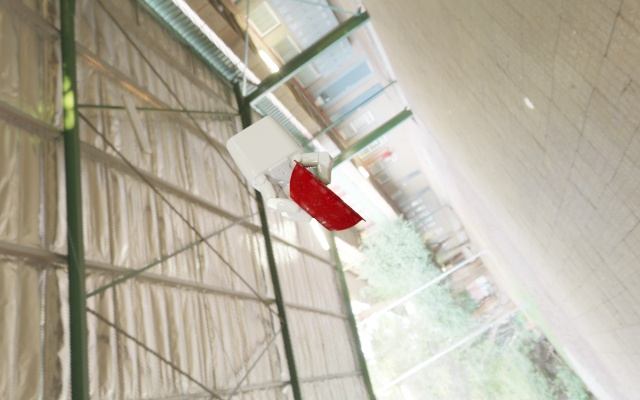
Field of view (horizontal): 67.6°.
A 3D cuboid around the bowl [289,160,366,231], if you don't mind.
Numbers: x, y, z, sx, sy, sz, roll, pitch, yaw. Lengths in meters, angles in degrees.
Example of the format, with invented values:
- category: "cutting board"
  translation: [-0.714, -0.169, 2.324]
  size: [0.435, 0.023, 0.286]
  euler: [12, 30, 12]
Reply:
- category: "bowl"
  translation: [0.001, 0.004, 0.809]
  size: [0.162, 0.055, 0.162]
  euler: [40, 0, 0]
